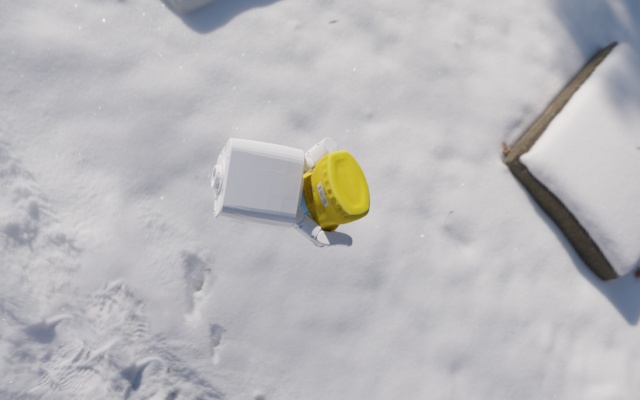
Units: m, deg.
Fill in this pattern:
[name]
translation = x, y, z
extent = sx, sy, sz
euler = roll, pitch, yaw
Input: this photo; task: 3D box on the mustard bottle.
[mustard bottle]
translation = 0.001, 0.002, 0.709
extent = 0.058, 0.096, 0.192
euler = -17, -8, -28
